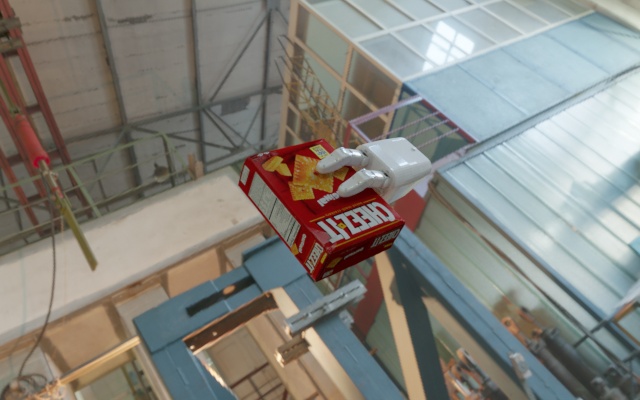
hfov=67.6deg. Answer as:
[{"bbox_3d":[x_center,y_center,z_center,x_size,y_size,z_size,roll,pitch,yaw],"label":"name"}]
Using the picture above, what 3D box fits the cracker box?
[{"bbox_3d":[0.000,0.002,0.742,0.164,0.072,0.213,-18,54,-38],"label":"cracker box"}]
